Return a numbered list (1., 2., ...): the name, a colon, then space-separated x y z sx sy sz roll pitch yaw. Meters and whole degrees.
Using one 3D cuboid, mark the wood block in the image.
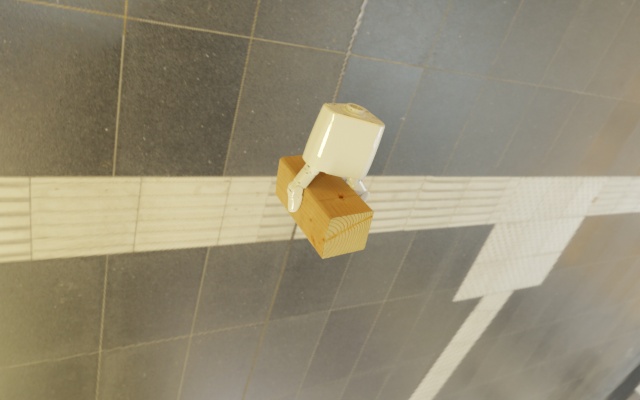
1. wood block: 0.000 0.003 0.894 0.091 0.090 0.206 -9 38 -28
